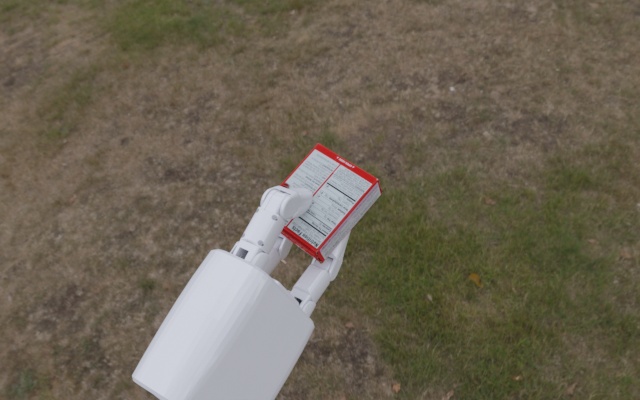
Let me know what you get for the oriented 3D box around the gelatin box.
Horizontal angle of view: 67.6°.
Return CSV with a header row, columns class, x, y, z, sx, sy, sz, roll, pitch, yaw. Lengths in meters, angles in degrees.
class,x,y,z,sx,sy,sz,roll,pitch,yaw
gelatin box,0.000,0.001,0.434,0.073,0.089,0.030,34,-15,27
